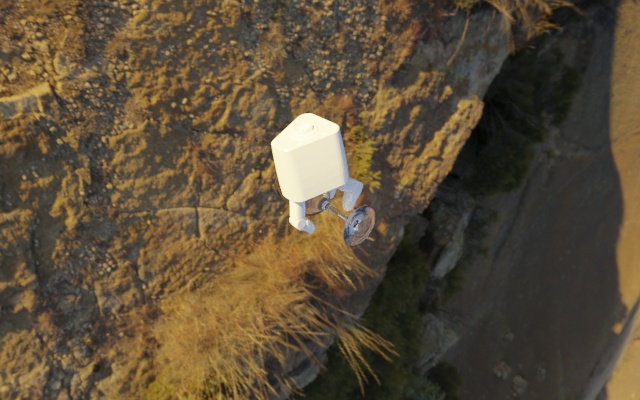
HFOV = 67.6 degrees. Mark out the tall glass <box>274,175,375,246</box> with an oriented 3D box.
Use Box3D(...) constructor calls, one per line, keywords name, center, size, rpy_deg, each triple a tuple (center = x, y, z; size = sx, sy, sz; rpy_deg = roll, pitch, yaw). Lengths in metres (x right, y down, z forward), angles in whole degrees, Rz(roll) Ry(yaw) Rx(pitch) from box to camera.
Box3D(name="tall glass", center=(0.001, 0.003, 0.859), size=(0.079, 0.079, 0.201), rpy_deg=(0, 23, -46))
